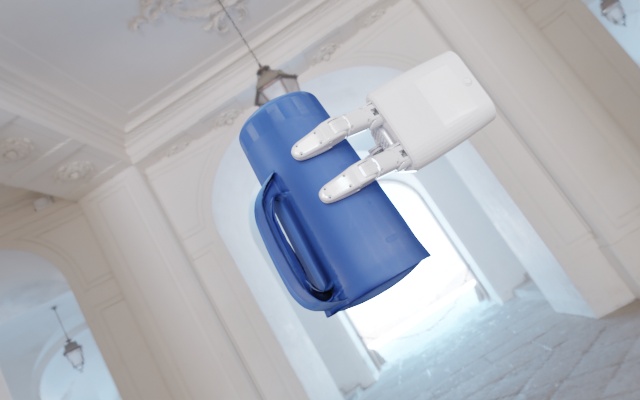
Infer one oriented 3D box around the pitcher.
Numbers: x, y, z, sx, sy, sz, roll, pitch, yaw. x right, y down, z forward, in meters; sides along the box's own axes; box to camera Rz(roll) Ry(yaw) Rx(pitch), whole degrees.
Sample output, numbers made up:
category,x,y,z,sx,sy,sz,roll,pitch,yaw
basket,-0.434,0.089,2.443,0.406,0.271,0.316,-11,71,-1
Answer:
category,x,y,z,sx,sy,sz,roll,pitch,yaw
pitcher,0.000,0.002,0.539,0.145,0.242,0.149,-31,-13,0
